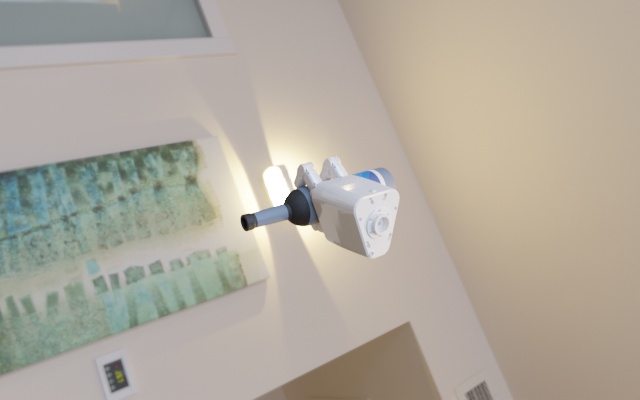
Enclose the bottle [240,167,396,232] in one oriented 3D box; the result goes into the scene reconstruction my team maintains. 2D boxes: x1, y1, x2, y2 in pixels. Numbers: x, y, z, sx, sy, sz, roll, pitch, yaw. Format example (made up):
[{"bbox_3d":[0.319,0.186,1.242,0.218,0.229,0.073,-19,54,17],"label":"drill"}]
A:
[{"bbox_3d":[0.000,0.003,0.824,0.295,0.069,0.069,-15,8,-33],"label":"bottle"}]
